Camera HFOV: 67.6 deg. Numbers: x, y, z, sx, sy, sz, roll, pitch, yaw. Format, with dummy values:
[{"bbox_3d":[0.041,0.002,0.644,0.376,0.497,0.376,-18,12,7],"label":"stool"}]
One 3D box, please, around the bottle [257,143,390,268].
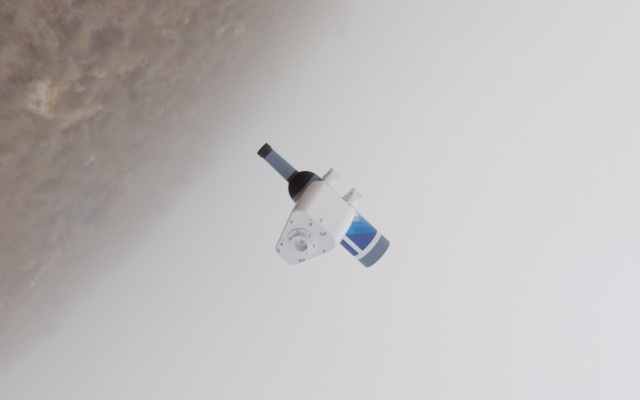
[{"bbox_3d":[0.000,0.003,0.886,0.296,0.069,0.069,43,-5,-5],"label":"bottle"}]
